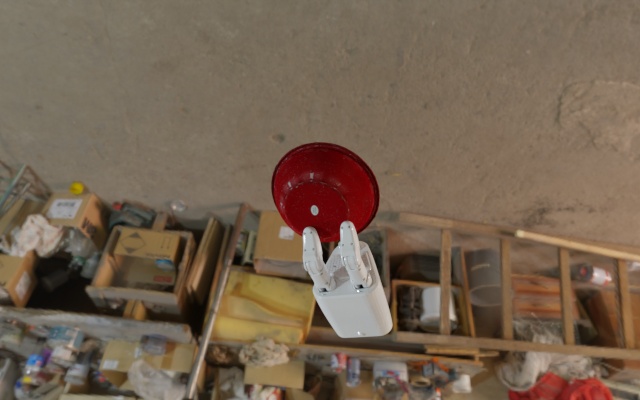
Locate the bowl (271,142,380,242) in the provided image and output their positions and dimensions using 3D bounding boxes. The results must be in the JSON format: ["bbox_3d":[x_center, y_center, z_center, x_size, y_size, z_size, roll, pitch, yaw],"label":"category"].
[{"bbox_3d":[-0.001,0.001,0.672,0.162,0.162,0.055,0,28,15],"label":"bowl"}]
